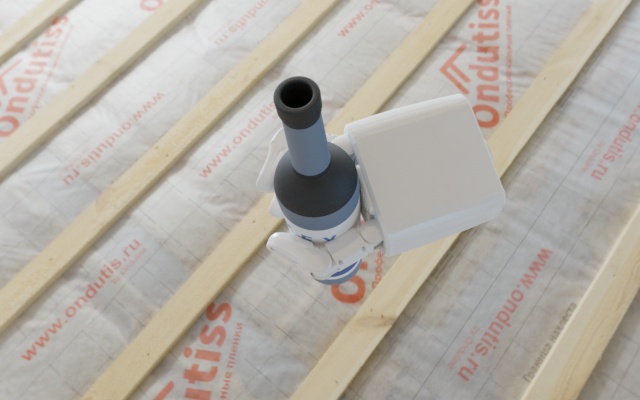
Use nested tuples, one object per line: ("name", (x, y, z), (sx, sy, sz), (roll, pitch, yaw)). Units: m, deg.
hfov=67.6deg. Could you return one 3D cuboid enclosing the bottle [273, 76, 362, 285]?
("bottle", (0.000, 0.001, 0.404), (0.069, 0.069, 0.296), (0, -25, 6))
